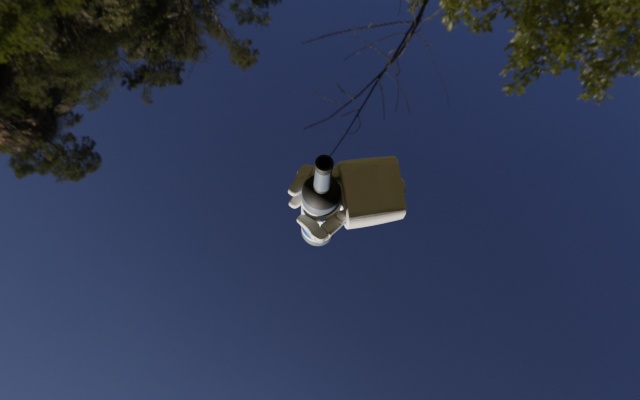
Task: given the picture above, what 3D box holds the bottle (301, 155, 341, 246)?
[{"bbox_3d":[0.000,0.003,0.826,0.069,0.069,0.296,0,-23,-2],"label":"bottle"}]
